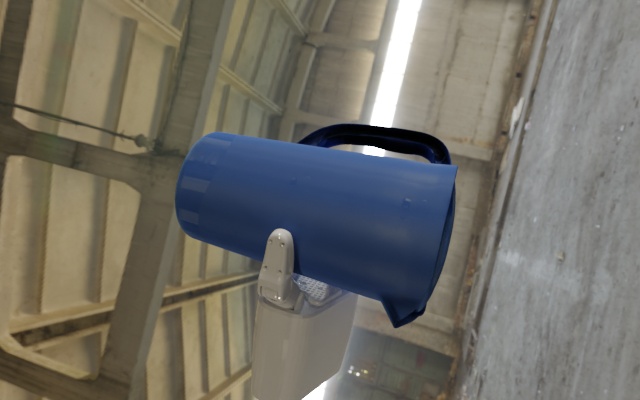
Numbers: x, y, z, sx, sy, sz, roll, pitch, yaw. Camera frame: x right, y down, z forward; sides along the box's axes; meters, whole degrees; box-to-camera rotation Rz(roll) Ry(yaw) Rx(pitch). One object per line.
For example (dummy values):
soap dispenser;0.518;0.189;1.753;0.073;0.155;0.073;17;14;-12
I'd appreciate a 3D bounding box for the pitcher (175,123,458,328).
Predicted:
pitcher;0.000;0.002;0.445;0.243;0.145;0.149;13;19;15
